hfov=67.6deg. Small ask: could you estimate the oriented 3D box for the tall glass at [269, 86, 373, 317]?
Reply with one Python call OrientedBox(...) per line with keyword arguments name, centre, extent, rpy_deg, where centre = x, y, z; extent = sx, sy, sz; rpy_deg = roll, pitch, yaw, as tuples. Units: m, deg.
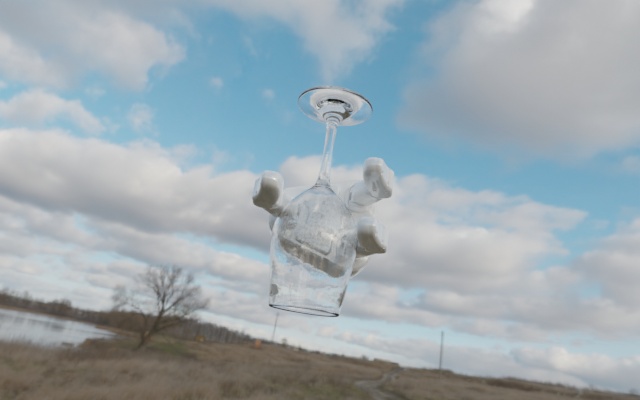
OrientedBox(name="tall glass", centre=(0.000, 0.001, 0.440), extent=(0.079, 0.201, 0.079), rpy_deg=(8, -18, 3))
